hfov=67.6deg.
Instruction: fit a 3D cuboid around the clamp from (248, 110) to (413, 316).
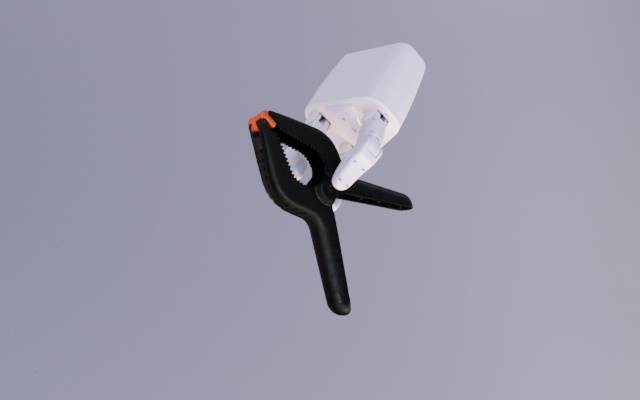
[{"bbox_3d":[0.000,0.001,0.481,0.210,0.164,0.036,43,-32,-23],"label":"clamp"}]
